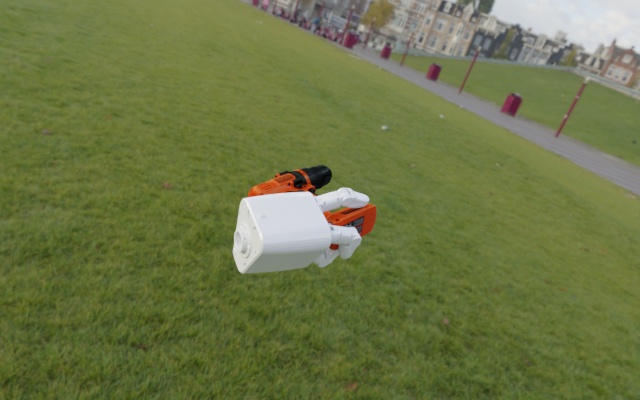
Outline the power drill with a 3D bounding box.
[{"bbox_3d":[0.000,0.003,0.809,0.187,0.057,0.184,28,38,36],"label":"power drill"}]
